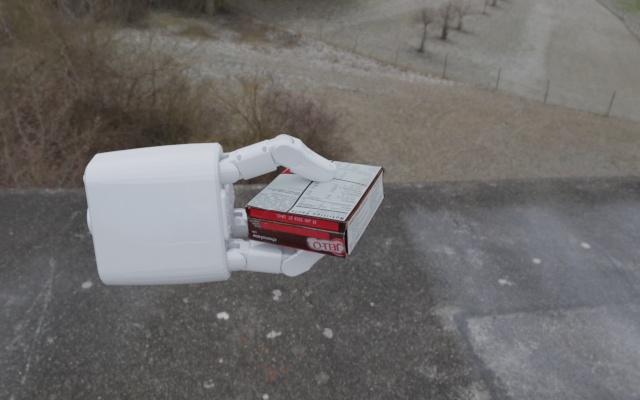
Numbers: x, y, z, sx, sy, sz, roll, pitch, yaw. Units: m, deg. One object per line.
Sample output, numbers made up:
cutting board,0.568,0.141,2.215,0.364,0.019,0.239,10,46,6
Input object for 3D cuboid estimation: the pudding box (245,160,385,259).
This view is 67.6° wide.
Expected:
pudding box,0.000,0.001,0.421,0.090,0.039,0.113,10,32,20
